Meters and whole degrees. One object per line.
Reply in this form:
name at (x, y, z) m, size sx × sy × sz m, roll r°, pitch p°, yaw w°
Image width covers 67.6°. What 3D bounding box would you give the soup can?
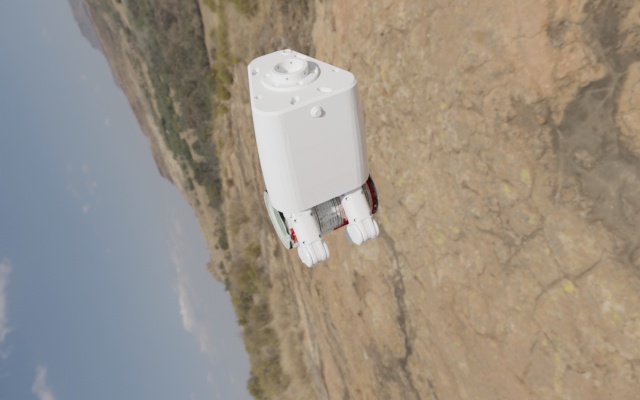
soup can at (0.000, 0.002, 0.502) m, size 0.102 × 0.068 × 0.068 m, roll -23°, pitch 6°, yaw -14°
